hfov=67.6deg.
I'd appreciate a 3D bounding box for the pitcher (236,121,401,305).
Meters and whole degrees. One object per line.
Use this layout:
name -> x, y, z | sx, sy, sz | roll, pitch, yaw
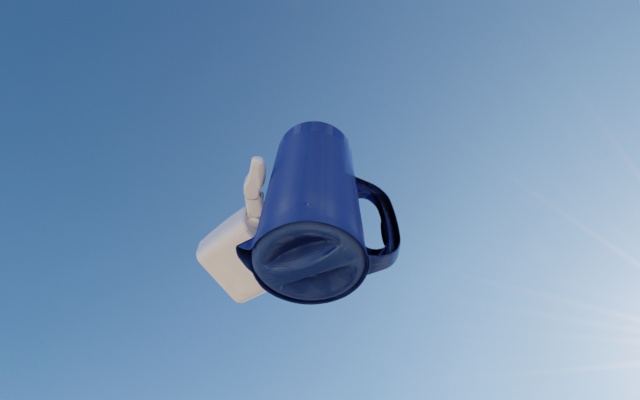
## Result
pitcher -> 0.000, 0.002, 0.615 | 0.145, 0.242, 0.149 | -36, -60, 27
